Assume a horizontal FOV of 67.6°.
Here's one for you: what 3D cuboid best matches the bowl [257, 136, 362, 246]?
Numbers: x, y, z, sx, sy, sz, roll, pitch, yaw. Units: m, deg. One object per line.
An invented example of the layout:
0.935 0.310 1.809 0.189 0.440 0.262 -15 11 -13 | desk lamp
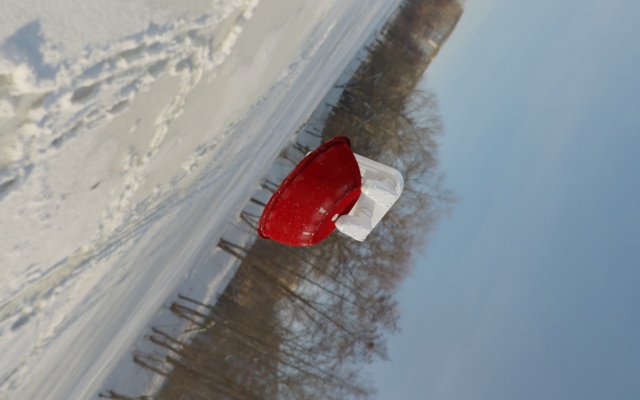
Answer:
0.000 0.002 0.576 0.055 0.162 0.162 42 13 15 | bowl
